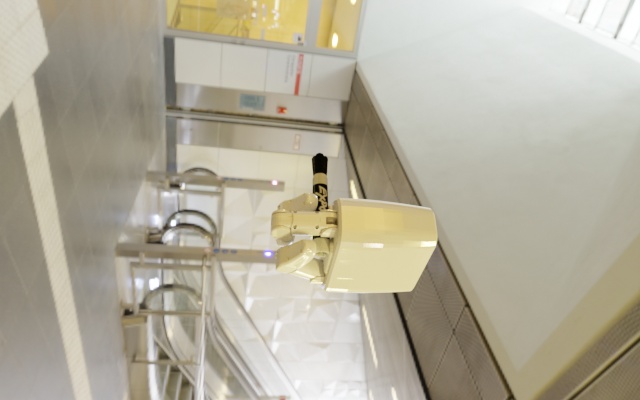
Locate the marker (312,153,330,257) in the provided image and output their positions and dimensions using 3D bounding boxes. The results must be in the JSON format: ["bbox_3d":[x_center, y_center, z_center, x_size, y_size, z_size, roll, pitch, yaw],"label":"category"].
[{"bbox_3d":[0.000,0.002,0.520,0.020,0.121,0.020,-1,-26,0],"label":"marker"}]
